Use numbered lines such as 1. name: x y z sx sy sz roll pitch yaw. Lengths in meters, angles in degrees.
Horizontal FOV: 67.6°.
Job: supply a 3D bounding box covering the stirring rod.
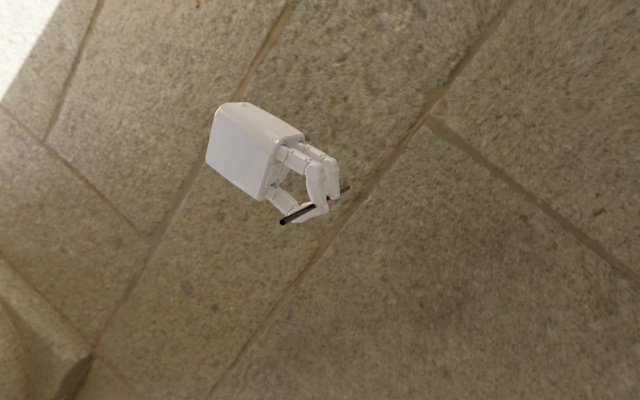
1. stirring rod: 0.000 0.002 0.669 0.011 0.011 0.239 0 11 22
